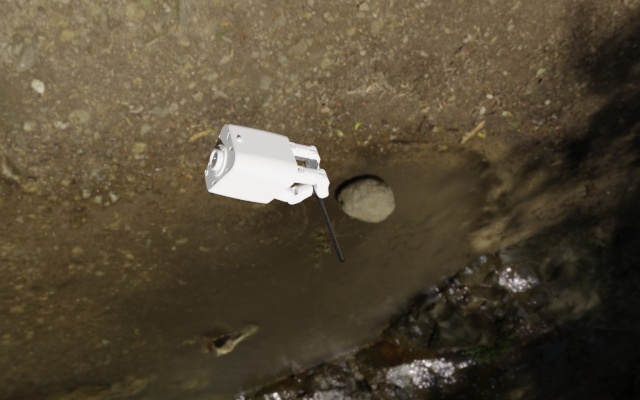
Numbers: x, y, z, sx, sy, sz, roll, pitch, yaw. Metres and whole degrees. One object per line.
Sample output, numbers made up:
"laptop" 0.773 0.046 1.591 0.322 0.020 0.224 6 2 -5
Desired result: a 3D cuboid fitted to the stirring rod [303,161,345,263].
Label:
"stirring rod" 0.000 0.003 0.810 0.011 0.239 0.011 -13 -36 -10
